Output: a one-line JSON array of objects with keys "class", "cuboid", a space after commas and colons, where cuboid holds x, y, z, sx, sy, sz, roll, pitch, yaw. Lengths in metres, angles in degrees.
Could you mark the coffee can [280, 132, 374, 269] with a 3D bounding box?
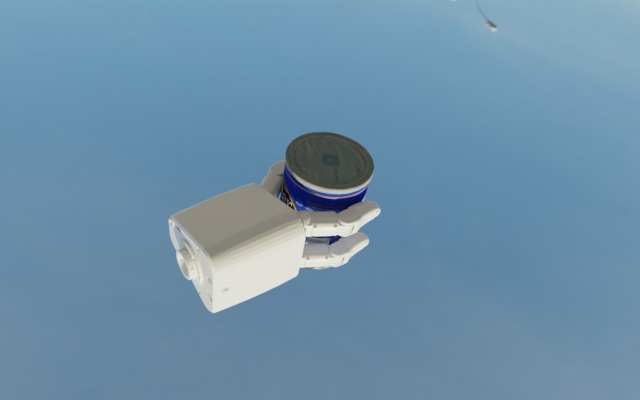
[{"class": "coffee can", "cuboid": [0.000, 0.002, 0.589, 0.103, 0.140, 0.102, 7, 44, -6]}]
